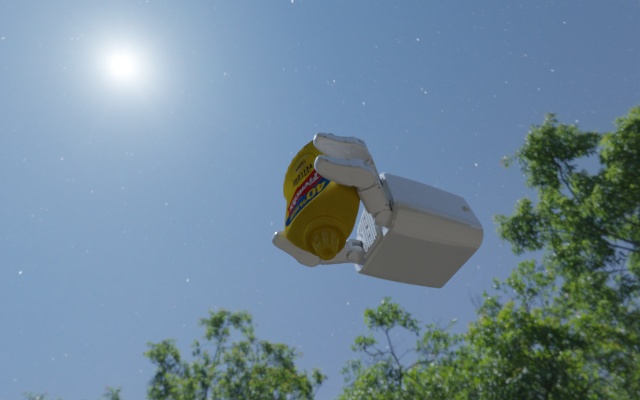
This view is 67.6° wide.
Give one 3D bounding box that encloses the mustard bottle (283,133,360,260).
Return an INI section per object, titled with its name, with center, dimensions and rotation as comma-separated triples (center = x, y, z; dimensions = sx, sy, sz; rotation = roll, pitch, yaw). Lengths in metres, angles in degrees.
[mustard bottle]
center = 0.000, 0.001, 0.519
dimensions = 0.058, 0.096, 0.191
rotation = 38, 20, -23
